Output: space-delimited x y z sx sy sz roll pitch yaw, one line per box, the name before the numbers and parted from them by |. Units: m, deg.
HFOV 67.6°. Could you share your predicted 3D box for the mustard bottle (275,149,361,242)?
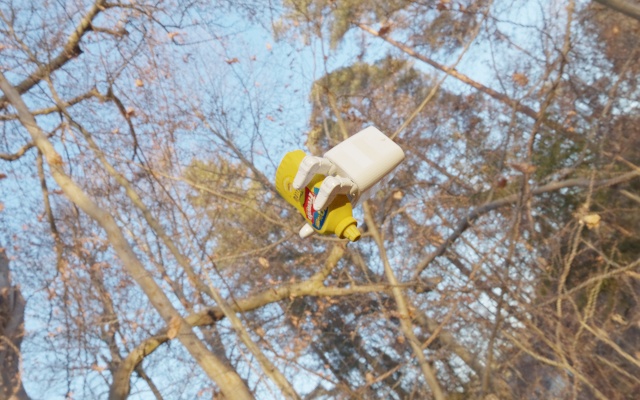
mustard bottle | 0.000 0.003 0.816 0.058 0.096 0.191 -20 52 -39
